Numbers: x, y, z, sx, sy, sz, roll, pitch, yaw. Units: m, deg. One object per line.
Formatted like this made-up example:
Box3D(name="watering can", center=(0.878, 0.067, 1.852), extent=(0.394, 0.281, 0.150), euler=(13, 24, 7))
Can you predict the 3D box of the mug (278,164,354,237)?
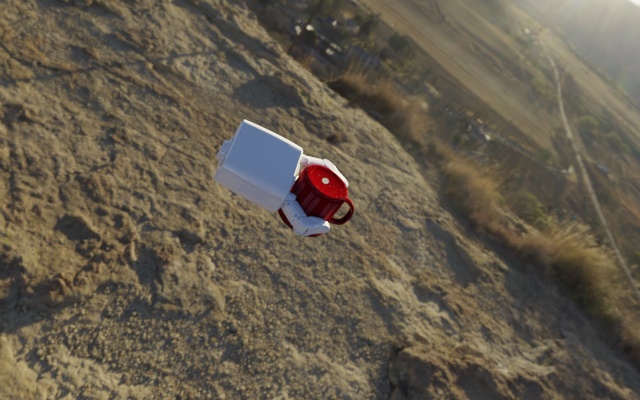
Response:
Box3D(name="mug", center=(0.001, 0.003, 0.761), extent=(0.117, 0.081, 0.093), euler=(26, 36, -17))
